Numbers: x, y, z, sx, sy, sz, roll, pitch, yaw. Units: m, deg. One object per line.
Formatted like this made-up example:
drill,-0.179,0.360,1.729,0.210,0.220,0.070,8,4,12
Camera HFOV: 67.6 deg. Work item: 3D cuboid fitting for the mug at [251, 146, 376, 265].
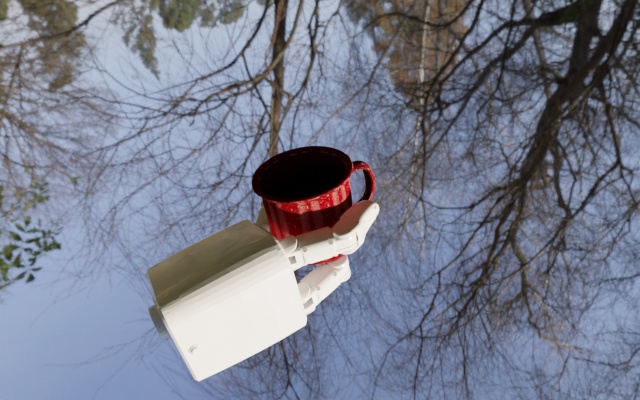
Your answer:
mug,0.001,0.001,0.457,0.117,0.082,0.093,-24,37,-17
